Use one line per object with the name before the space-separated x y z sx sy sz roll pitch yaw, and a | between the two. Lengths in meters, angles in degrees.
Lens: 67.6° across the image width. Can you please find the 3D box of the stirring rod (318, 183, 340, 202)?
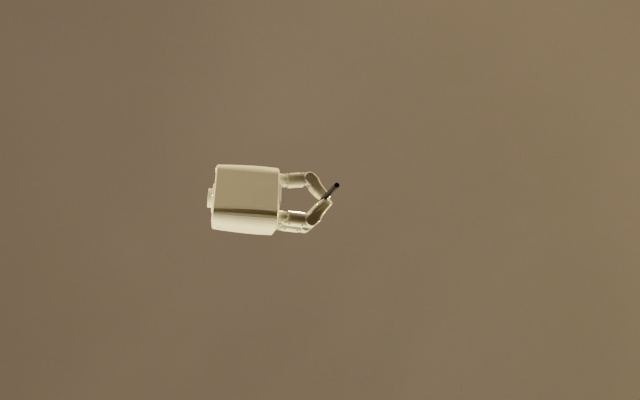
stirring rod | 0.000 0.003 0.836 0.011 0.011 0.239 0 -12 -12
